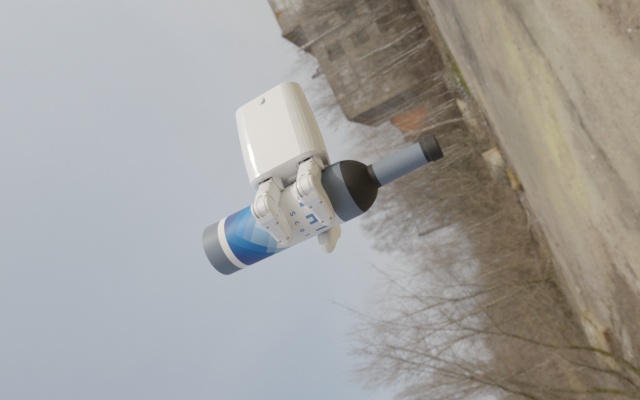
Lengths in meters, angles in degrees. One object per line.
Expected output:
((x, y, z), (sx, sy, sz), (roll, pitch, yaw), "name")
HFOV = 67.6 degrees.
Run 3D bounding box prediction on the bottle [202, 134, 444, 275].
((0.000, 0.002, 0.555), (0.296, 0.069, 0.069), (-26, -8, 17), "bottle")
